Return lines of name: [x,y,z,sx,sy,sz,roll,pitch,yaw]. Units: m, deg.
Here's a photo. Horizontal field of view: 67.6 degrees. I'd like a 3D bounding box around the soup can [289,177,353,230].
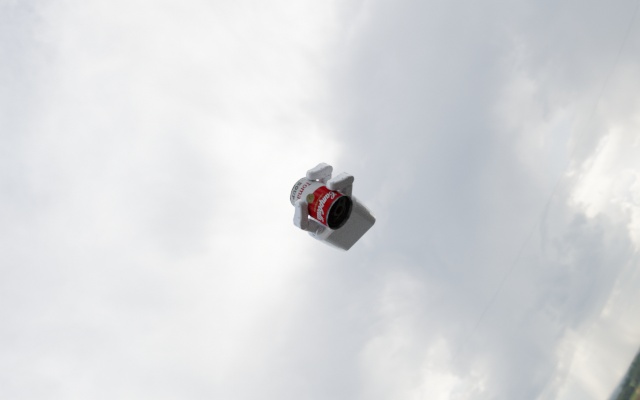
soup can: [0.000,0.003,0.889,0.102,0.068,0.068,28,18,37]
